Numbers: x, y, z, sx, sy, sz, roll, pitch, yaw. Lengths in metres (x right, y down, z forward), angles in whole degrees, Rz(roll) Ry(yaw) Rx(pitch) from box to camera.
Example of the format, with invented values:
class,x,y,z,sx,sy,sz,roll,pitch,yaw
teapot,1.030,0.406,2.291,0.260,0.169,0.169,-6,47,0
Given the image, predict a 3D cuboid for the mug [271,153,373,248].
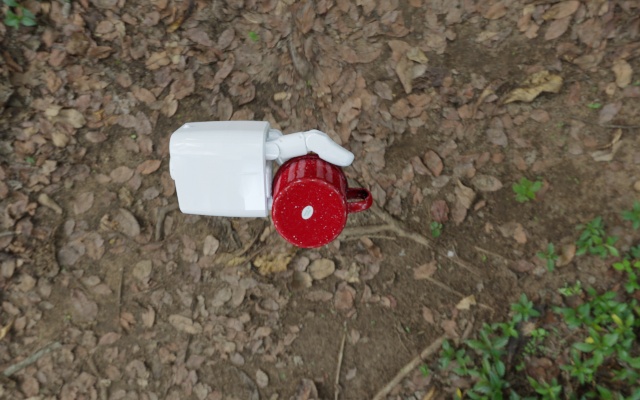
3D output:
class,x,y,z,sx,sy,sz,roll,pitch,yaw
mug,0.002,0.002,0.535,0.117,0.093,0.081,0,19,-1
